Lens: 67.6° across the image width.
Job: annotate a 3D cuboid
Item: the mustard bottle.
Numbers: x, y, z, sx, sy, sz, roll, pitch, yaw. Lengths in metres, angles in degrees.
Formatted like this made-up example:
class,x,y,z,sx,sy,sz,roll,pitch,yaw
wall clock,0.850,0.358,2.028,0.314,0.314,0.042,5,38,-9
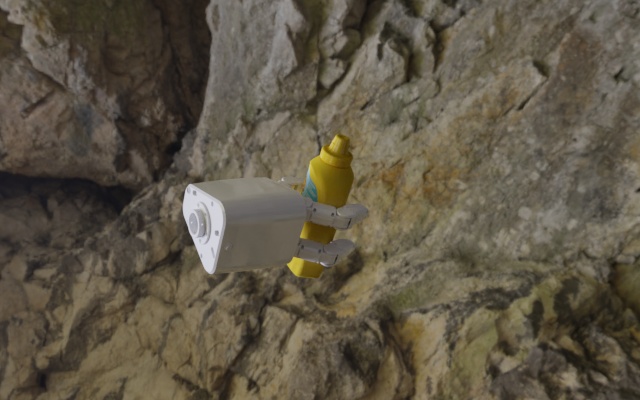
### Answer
class,x,y,z,sx,sy,sz,roll,pitch,yaw
mustard bottle,0.000,0.002,0.632,0.058,0.192,0.096,10,29,-16
